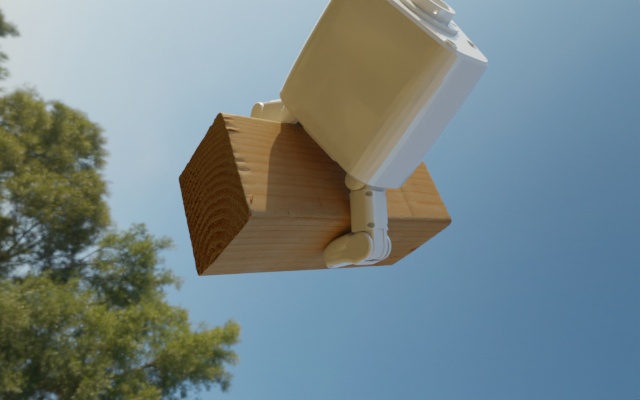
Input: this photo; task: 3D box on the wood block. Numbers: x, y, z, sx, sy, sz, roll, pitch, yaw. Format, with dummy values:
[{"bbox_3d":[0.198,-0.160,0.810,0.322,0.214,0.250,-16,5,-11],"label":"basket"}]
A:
[{"bbox_3d":[0.000,0.001,0.405,0.206,0.090,0.090,3,-34,-38],"label":"wood block"}]
